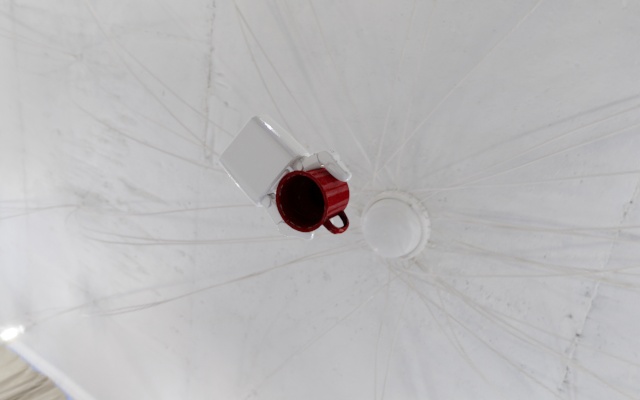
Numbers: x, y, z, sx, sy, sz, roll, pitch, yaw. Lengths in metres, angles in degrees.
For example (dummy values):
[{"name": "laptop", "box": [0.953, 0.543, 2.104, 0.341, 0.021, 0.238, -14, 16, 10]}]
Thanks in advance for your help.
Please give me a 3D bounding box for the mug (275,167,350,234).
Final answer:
[{"name": "mug", "box": [0.001, 0.003, 0.727, 0.081, 0.117, 0.093, -21, -26, -55]}]
